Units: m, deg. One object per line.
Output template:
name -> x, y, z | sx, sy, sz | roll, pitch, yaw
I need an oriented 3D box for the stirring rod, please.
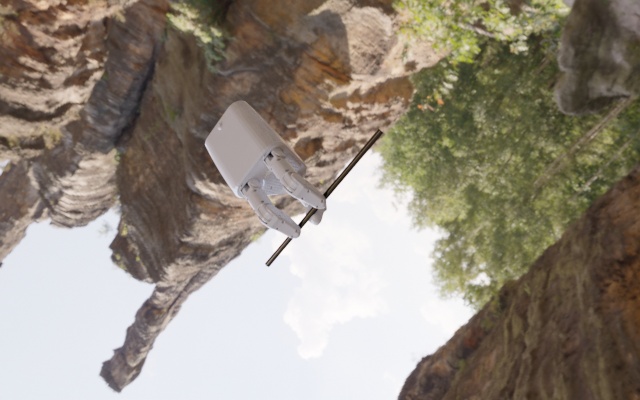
stirring rod -> 0.000, 0.002, 0.622 | 0.011, 0.239, 0.011 | 35, 19, -14
